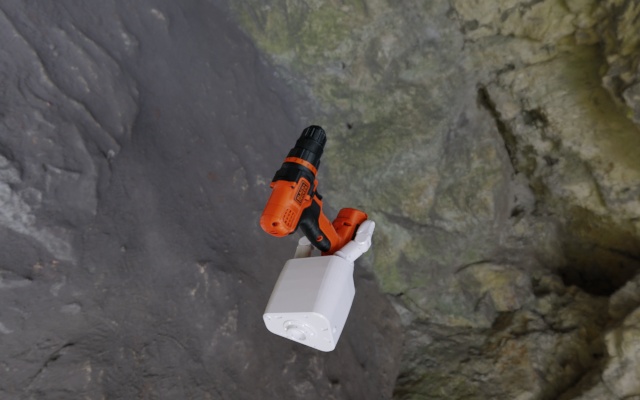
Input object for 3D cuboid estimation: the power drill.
[{"bbox_3d":[0.000,0.003,0.740,0.057,0.184,0.188,2,-31,42],"label":"power drill"}]
